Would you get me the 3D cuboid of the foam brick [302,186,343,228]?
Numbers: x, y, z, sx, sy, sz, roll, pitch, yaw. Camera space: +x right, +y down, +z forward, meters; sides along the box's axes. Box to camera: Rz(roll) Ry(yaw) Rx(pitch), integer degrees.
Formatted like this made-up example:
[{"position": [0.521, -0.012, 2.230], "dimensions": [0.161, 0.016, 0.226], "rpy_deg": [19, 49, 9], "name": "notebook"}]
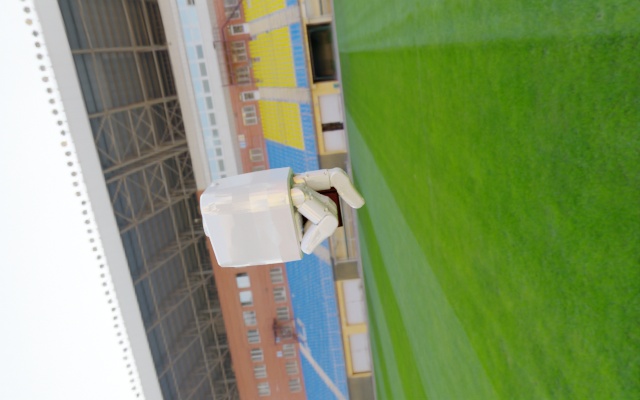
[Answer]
[{"position": [0.000, 0.002, 0.645], "dimensions": [0.051, 0.053, 0.078], "rpy_deg": [-8, 17, 2], "name": "foam brick"}]
